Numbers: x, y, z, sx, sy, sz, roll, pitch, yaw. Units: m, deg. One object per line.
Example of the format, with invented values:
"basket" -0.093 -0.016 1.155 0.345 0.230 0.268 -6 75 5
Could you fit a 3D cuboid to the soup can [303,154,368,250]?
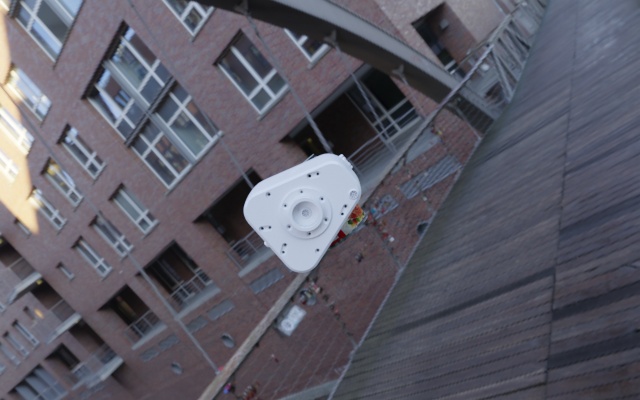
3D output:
"soup can" 0.000 0.002 0.595 0.068 0.102 0.068 -40 6 5
